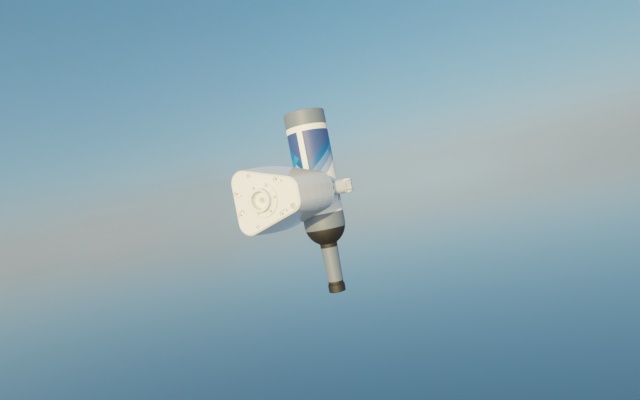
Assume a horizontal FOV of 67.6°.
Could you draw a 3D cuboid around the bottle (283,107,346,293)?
[{"bbox_3d":[0.000,0.002,0.773,0.069,0.295,0.069,-11,0,0],"label":"bottle"}]
